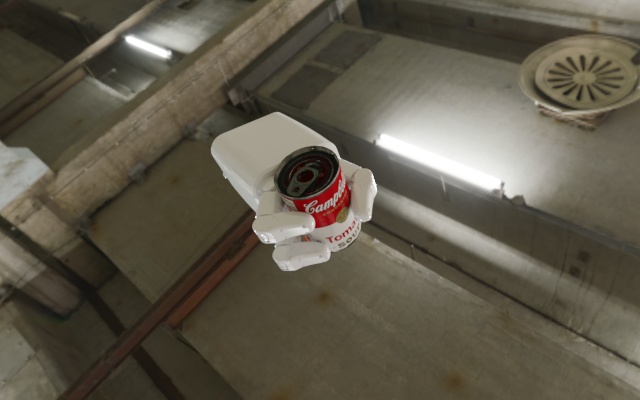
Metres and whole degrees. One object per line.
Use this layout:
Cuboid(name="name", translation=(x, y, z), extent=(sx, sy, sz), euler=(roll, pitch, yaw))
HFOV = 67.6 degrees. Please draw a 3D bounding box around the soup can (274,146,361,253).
Cuboid(name="soup can", translation=(0.001, 0.002, 0.504), extent=(0.068, 0.068, 0.102), euler=(0, -37, 21))
